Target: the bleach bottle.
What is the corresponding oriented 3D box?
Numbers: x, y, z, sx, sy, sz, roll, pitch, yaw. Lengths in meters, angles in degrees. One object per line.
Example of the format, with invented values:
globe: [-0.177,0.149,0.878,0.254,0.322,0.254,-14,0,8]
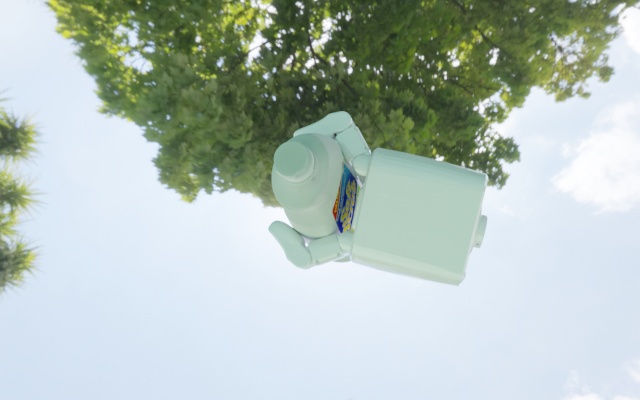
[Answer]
bleach bottle: [0.000,0.002,0.489,0.068,0.102,0.251,14,-9,15]
